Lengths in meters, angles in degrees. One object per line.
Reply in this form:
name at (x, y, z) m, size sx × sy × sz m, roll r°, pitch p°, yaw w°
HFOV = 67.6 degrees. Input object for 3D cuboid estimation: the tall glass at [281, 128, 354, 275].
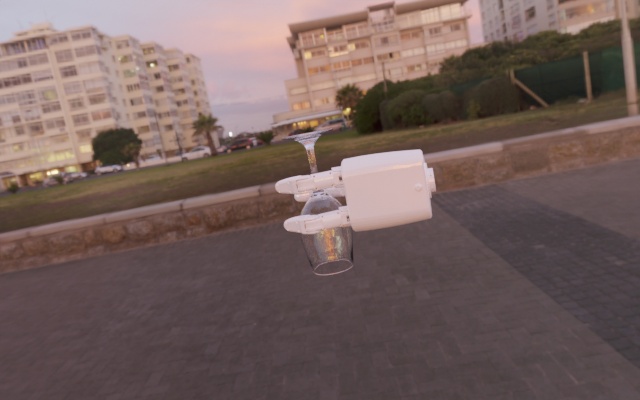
tall glass at (0.000, 0.002, 0.686) m, size 0.079 × 0.201 × 0.079 m, roll -10°, pitch 8°, yaw 2°
